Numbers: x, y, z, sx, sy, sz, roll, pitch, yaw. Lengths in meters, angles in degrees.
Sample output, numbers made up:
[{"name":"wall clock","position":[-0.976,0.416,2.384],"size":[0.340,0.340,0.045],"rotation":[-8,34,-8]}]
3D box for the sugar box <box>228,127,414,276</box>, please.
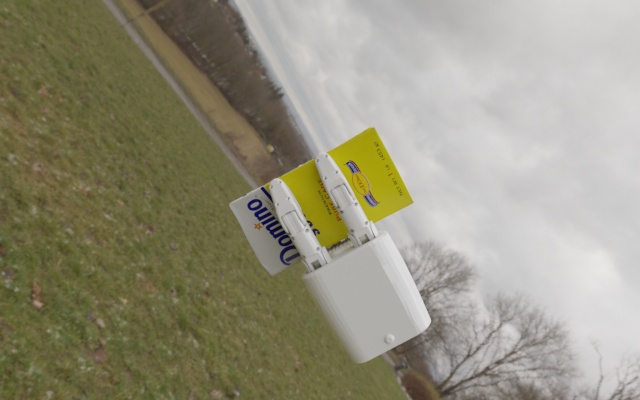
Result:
[{"name":"sugar box","position":[0.000,0.002,0.518],"size":[0.176,0.093,0.048],"rotation":[-29,5,3]}]
